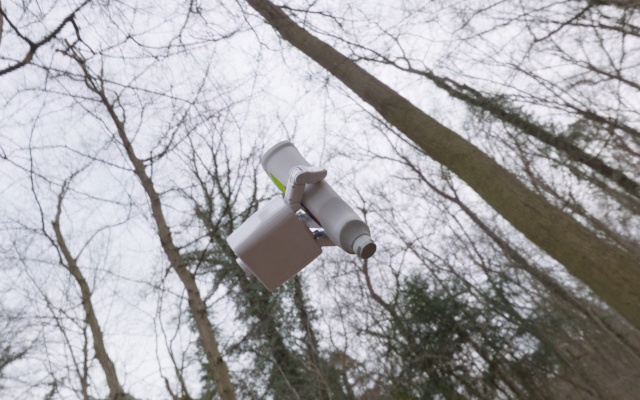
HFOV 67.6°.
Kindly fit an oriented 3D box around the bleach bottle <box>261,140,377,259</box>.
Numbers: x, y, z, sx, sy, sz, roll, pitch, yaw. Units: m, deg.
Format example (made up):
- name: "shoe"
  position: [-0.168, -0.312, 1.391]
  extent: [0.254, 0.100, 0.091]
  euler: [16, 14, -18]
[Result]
- name: "bleach bottle"
  position: [0.000, 0.002, 0.747]
  extent: [0.250, 0.068, 0.103]
  euler: [44, -9, 44]
